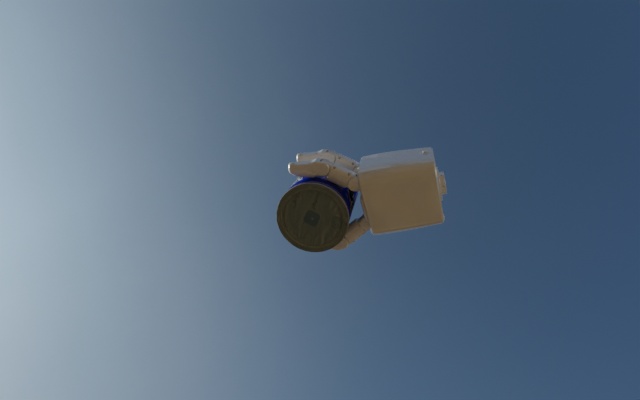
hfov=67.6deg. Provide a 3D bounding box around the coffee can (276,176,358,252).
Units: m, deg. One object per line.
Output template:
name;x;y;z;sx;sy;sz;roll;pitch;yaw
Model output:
coffee can;0.000;0.003;0.724;0.103;0.103;0.140;0;20;10
